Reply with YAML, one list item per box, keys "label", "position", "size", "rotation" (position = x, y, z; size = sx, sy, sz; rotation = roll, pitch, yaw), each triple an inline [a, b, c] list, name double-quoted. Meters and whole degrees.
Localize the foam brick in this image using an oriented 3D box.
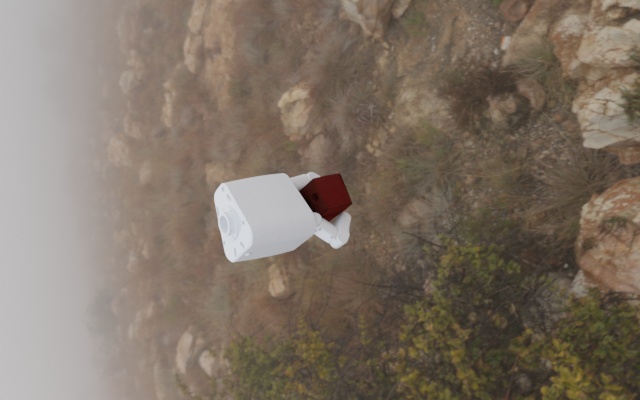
- label: "foam brick"
  position: [0.000, 0.002, 0.721]
  size: [0.051, 0.053, 0.078]
  rotation: [-11, -20, -38]
